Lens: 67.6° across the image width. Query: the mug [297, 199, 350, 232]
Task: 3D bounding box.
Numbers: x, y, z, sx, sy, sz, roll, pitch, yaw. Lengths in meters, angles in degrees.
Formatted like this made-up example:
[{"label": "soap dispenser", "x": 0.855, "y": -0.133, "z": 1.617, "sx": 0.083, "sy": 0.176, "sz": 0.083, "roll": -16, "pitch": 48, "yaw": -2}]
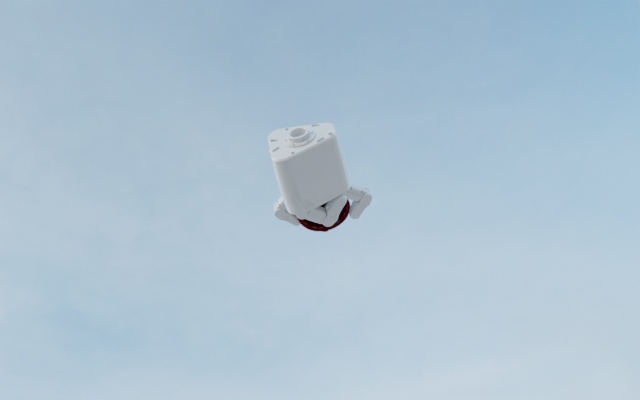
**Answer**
[{"label": "mug", "x": 0.000, "y": 0.004, "z": 0.851, "sx": 0.093, "sy": 0.117, "sz": 0.081, "roll": -14, "pitch": 40, "yaw": -2}]
